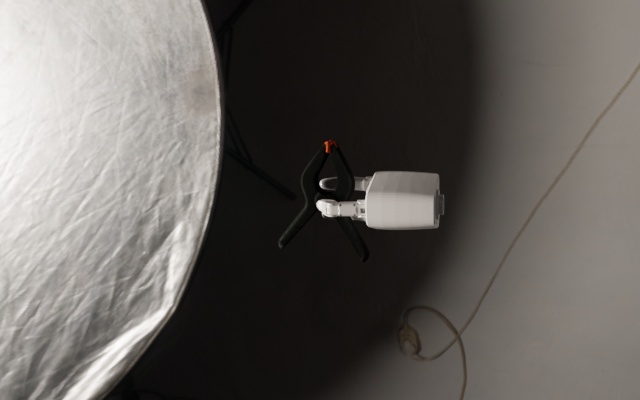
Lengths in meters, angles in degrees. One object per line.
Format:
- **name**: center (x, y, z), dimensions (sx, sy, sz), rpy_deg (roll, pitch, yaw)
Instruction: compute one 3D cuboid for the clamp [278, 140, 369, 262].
- **clamp**: center (0.000, 0.002, 0.825), dimensions (0.164, 0.210, 0.036), rpy_deg (0, 12, 14)
